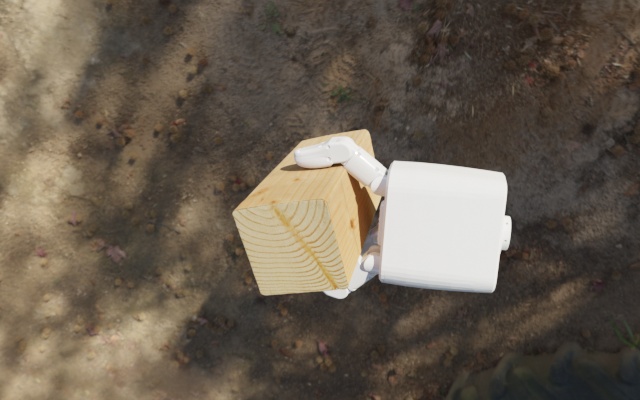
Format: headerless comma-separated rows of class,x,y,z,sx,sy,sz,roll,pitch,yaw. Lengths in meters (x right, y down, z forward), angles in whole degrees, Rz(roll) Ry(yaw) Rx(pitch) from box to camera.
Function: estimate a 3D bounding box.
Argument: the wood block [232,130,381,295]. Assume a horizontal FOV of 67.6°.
wood block,0.000,0.001,0.508,0.090,0.091,0.206,-8,21,19
